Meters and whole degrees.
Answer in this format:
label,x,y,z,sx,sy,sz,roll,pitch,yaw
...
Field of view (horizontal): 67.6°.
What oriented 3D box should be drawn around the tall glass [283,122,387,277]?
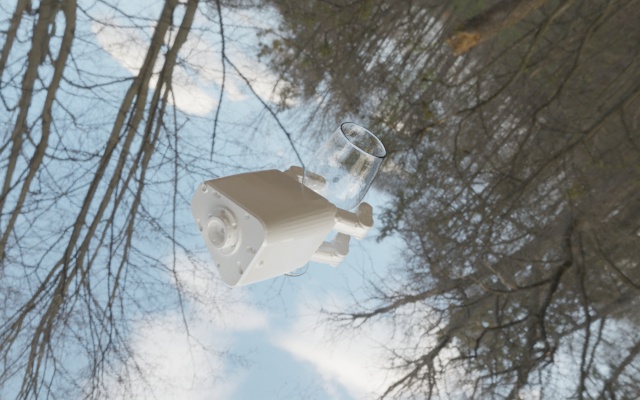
label,x,y,z,sx,sy,sz,roll,pitch,yaw
tall glass,0.000,0.002,0.584,0.079,0.201,0.079,25,32,-17
